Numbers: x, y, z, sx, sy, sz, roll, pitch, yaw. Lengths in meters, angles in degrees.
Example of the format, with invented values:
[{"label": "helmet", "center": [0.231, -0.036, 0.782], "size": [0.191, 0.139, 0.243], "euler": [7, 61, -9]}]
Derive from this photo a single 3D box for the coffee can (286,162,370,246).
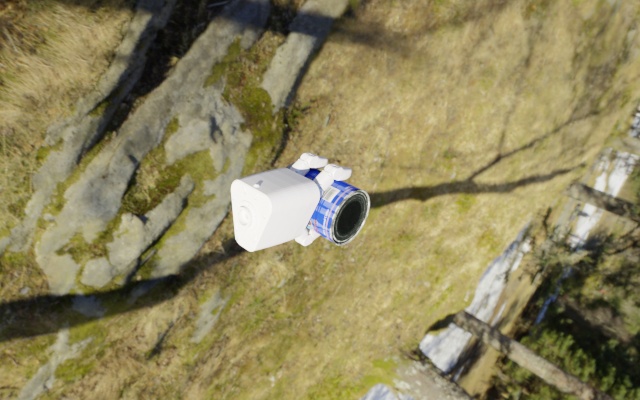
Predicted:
[{"label": "coffee can", "center": [0.000, 0.003, 0.835], "size": [0.140, 0.103, 0.103], "euler": [27, 16, 33]}]
